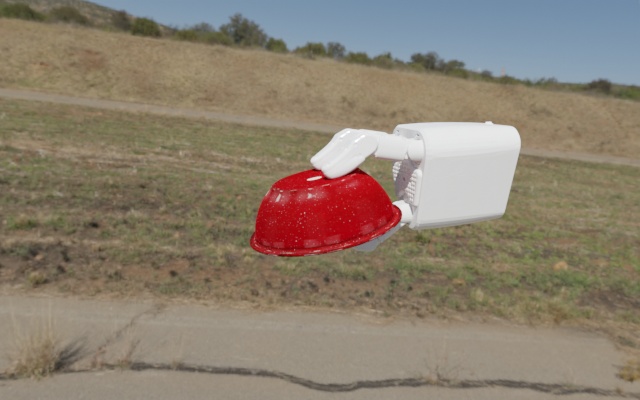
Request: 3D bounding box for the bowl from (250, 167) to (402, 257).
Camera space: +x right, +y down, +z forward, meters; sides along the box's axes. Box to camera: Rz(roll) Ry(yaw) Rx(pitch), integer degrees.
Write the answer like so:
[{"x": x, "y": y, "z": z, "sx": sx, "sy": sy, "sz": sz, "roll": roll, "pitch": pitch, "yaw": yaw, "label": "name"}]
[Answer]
[{"x": -0.001, "y": 0.002, "z": 0.492, "sx": 0.162, "sy": 0.055, "sz": 0.162, "roll": -11, "pitch": 15, "yaw": 3, "label": "bowl"}]
